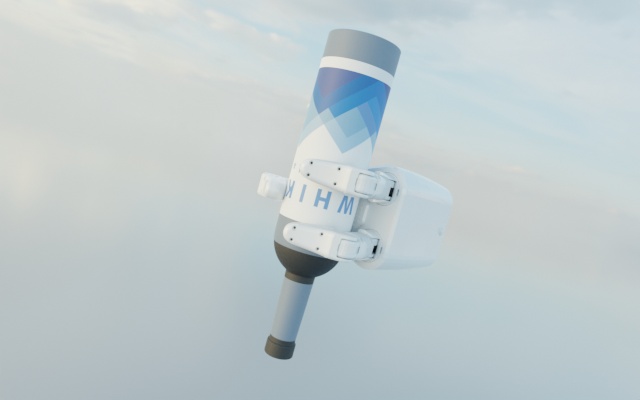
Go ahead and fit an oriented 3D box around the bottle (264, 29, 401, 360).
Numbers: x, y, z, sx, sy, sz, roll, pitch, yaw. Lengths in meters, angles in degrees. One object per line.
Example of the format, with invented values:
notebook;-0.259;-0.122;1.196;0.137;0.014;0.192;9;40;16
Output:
bottle;0.000;0.001;0.435;0.069;0.296;0.069;16;4;-1
